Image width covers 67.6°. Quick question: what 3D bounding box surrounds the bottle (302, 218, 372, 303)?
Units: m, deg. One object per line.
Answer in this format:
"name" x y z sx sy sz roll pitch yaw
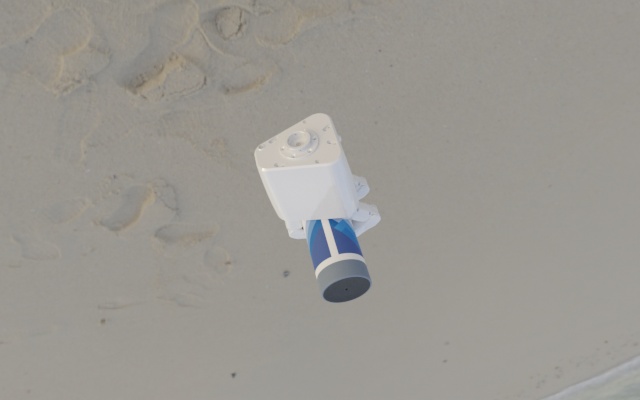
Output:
"bottle" 0.000 0.003 0.693 0.069 0.295 0.069 -10 -39 -8
